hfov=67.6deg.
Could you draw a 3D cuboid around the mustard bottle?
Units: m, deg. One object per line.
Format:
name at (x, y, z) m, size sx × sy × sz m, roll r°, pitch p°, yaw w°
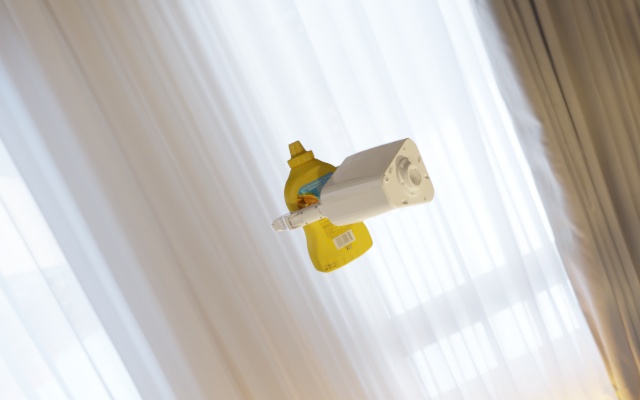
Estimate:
mustard bottle at (0.000, 0.003, 0.700) m, size 0.096 × 0.191 × 0.058 m, roll -27°, pitch 9°, yaw -20°
